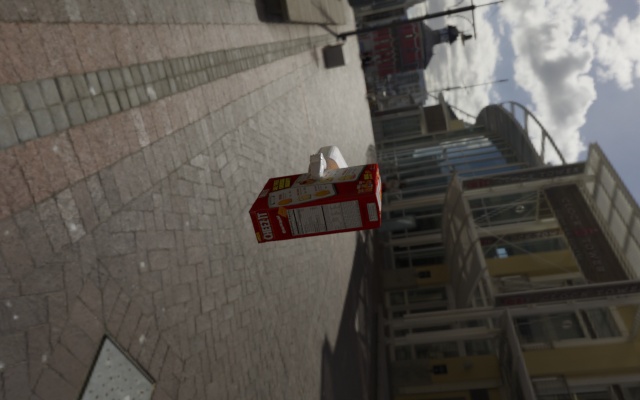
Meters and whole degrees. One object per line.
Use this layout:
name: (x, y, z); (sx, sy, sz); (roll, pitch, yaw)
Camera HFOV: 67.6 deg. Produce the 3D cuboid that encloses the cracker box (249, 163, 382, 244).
cracker box: (0.000, 0.003, 0.847); (0.214, 0.072, 0.164); (-8, 21, 10)
